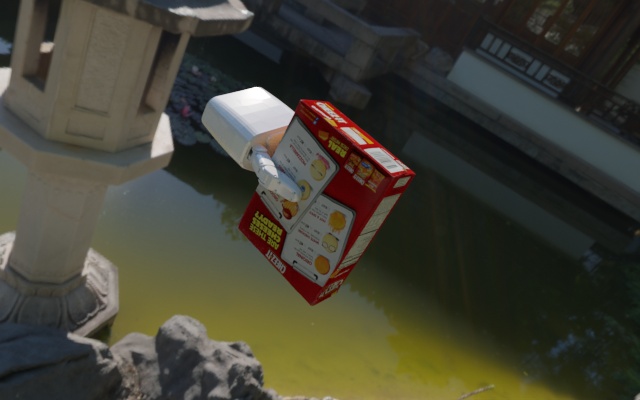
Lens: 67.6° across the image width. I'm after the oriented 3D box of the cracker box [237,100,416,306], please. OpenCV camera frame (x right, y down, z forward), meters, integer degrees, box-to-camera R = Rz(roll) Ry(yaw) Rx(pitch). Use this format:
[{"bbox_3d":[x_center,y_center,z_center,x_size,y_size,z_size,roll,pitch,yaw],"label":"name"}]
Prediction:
[{"bbox_3d":[0.000,0.002,0.629,0.164,0.214,0.072,43,30,24],"label":"cracker box"}]
